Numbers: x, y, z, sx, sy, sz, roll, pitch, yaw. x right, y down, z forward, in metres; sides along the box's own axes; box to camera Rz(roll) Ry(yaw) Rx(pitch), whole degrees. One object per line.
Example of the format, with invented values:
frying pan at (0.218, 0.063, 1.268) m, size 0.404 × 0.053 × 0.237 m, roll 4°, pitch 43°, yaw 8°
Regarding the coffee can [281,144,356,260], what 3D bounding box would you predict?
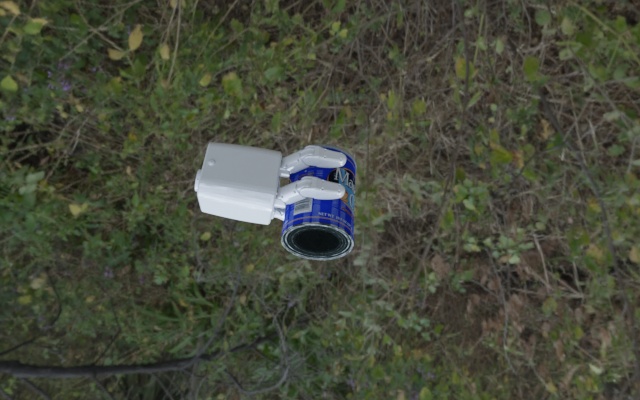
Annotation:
coffee can at (0.000, 0.002, 0.705) m, size 0.103 × 0.140 × 0.103 m, roll 3°, pitch -34°, yaw 2°
